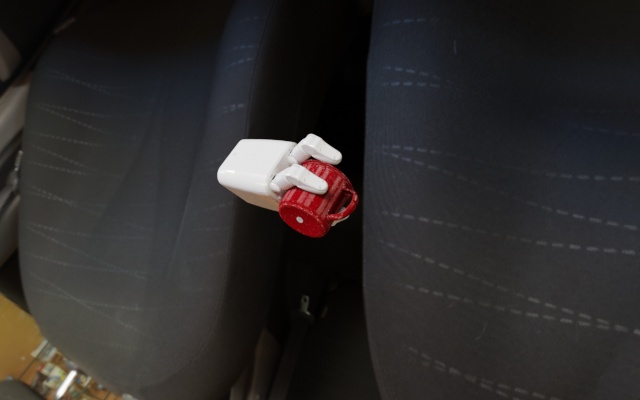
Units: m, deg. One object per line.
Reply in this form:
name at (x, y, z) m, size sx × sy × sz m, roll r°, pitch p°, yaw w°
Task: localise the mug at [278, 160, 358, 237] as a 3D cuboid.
mug at (0.001, 0.003, 0.700) m, size 0.117 × 0.081 × 0.093 m, roll 11°, pitch -34°, yaw 33°
